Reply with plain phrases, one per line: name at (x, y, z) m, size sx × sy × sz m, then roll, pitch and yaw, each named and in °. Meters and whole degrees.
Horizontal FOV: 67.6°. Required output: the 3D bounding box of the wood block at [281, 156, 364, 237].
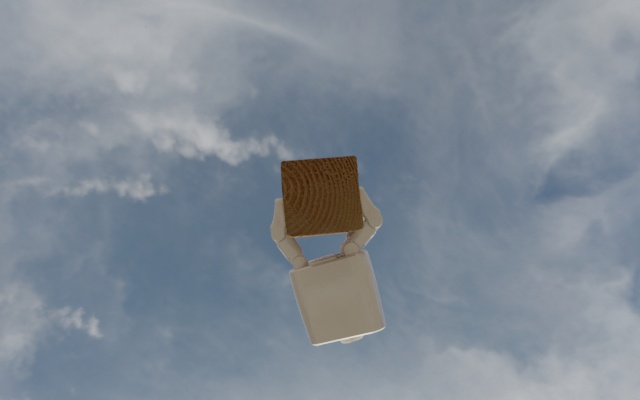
wood block at (0.000, 0.003, 0.649) m, size 0.091 × 0.090 × 0.206 m, roll -5°, pitch -5°, yaw -2°
